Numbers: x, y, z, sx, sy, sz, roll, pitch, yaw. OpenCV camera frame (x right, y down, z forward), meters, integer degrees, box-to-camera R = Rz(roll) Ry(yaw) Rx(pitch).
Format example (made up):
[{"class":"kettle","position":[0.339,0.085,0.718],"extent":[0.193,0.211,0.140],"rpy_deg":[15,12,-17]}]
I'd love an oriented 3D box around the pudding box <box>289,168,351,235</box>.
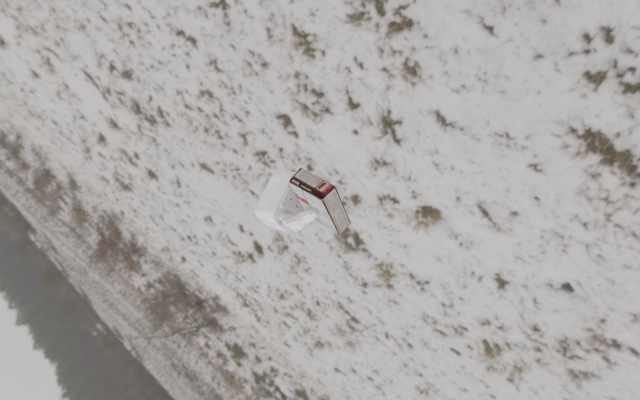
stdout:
[{"class":"pudding box","position":[0.000,0.003,0.865],"extent":[0.090,0.039,0.114],"rpy_deg":[29,-21,36]}]
